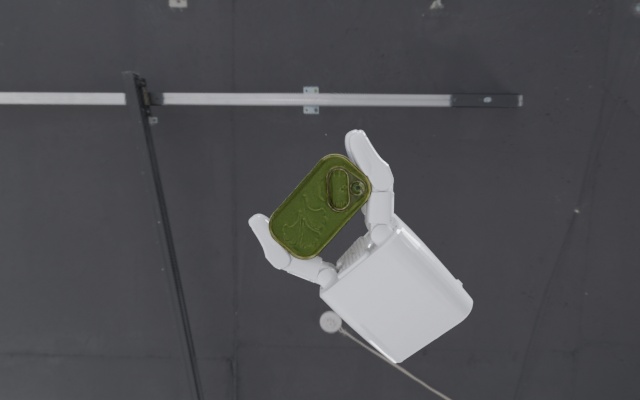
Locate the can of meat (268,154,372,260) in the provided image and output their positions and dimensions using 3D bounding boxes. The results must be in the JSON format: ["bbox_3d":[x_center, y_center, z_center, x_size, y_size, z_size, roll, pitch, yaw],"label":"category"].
[{"bbox_3d":[0.000,0.002,0.477,0.057,0.102,0.084,41,6,-4],"label":"can of meat"}]
